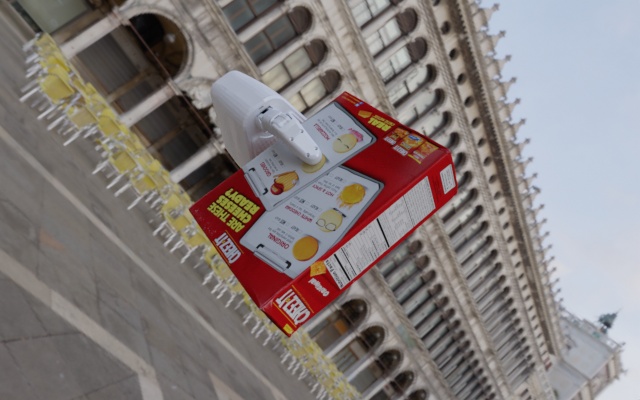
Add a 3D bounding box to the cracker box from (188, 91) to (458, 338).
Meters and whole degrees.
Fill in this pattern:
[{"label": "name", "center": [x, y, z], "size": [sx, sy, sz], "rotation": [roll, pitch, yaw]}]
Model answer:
[{"label": "cracker box", "center": [0.000, 0.001, 0.473], "size": [0.164, 0.213, 0.072], "rotation": [42, -13, 43]}]
